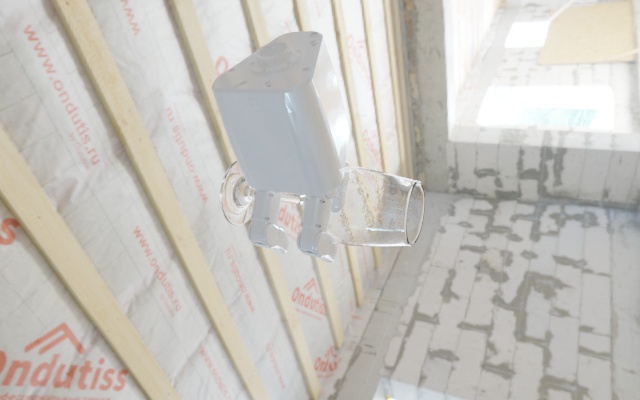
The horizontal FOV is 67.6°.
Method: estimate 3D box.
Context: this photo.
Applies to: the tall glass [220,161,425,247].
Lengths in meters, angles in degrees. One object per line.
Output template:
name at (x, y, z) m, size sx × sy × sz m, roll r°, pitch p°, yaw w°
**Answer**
tall glass at (0.000, 0.002, 0.488) m, size 0.201 × 0.079 × 0.079 m, roll 7°, pitch 3°, yaw 26°
